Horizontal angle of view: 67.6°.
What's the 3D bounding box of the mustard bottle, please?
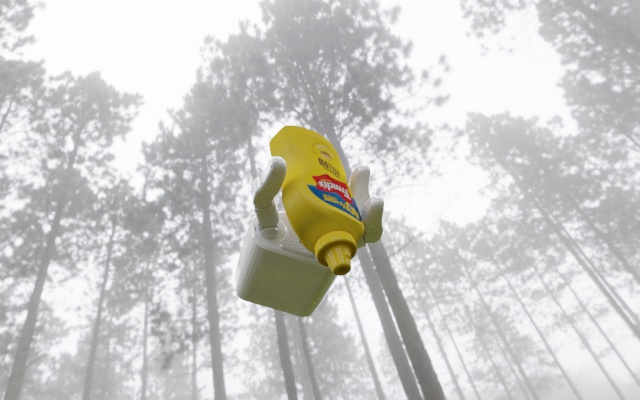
[{"bbox_3d":[0.000,0.001,0.515,0.096,0.191,0.058,30,-61,-36],"label":"mustard bottle"}]
